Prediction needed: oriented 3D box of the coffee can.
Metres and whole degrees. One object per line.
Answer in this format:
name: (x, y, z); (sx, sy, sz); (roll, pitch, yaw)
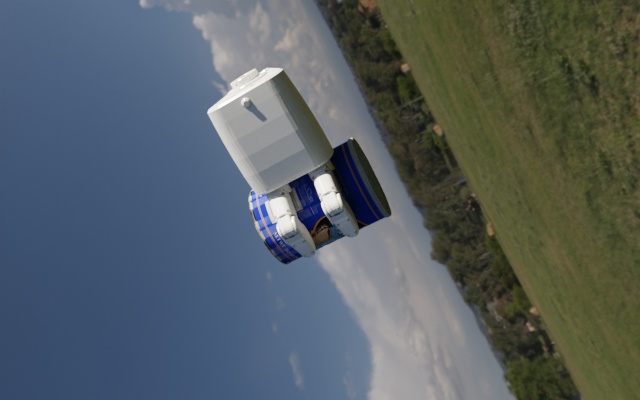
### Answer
coffee can: (0.000, 0.002, 0.575); (0.140, 0.103, 0.103); (-27, -6, 12)
